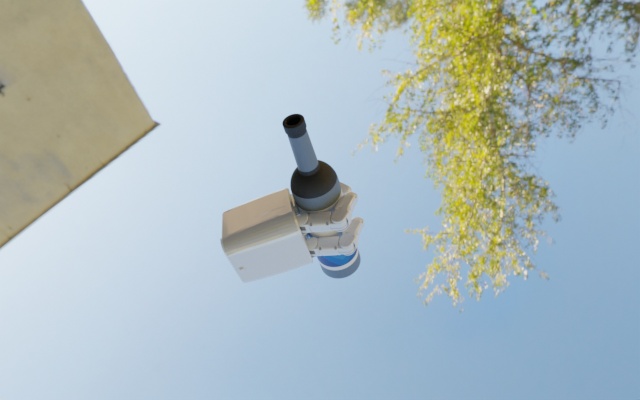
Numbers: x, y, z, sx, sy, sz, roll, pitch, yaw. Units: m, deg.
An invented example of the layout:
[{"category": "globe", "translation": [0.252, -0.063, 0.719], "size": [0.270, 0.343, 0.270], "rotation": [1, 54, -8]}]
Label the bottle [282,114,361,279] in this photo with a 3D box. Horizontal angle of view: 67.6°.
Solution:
[{"category": "bottle", "translation": [0.000, 0.002, 0.673], "size": [0.069, 0.069, 0.296], "rotation": [0, -41, 17]}]
